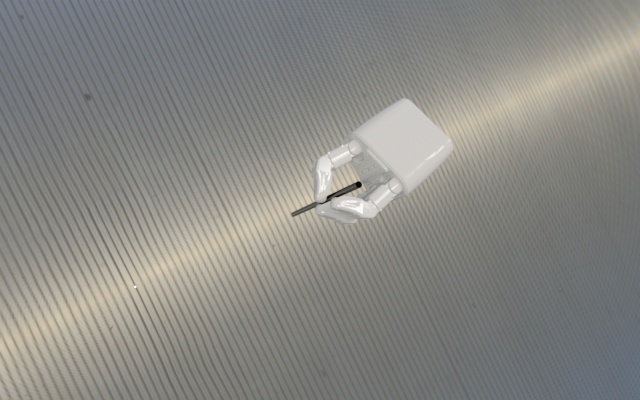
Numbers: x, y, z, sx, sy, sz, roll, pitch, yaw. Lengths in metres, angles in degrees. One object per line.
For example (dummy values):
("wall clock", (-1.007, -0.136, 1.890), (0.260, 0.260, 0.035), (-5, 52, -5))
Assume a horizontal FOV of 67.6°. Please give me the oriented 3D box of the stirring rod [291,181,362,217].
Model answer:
("stirring rod", (0.000, 0.002, 0.644), (0.011, 0.011, 0.239), (0, -10, -21))
